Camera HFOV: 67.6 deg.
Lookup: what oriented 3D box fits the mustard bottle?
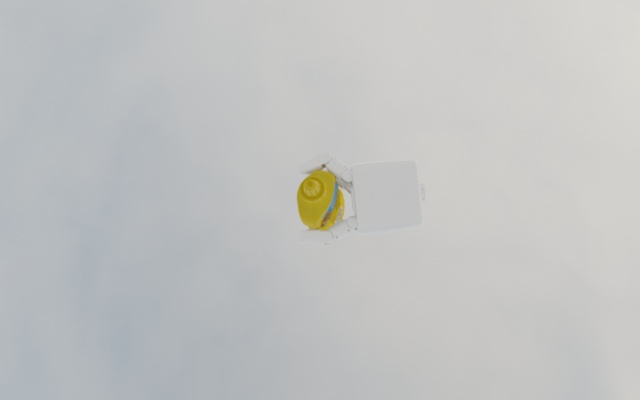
[{"bbox_3d":[0.000,0.003,0.804,0.058,0.096,0.192,18,-12,14],"label":"mustard bottle"}]
